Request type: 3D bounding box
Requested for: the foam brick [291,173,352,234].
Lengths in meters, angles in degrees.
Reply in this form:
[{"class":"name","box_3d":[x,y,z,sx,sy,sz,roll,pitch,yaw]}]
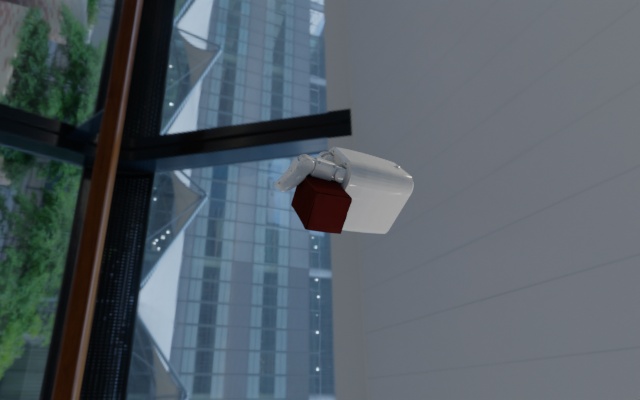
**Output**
[{"class":"foam brick","box_3d":[0.000,0.002,0.628,0.051,0.053,0.078,10,20,-22]}]
